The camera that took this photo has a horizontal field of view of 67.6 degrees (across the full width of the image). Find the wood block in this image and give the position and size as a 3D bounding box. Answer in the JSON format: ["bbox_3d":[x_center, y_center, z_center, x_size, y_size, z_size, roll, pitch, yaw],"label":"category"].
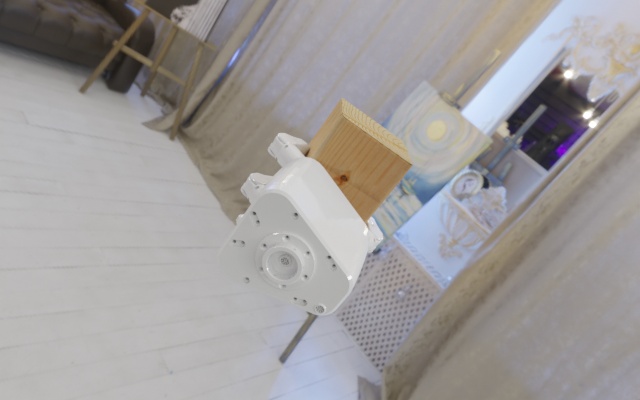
[{"bbox_3d":[0.000,0.002,0.541,0.091,0.206,0.090,33,21,-12],"label":"wood block"}]
